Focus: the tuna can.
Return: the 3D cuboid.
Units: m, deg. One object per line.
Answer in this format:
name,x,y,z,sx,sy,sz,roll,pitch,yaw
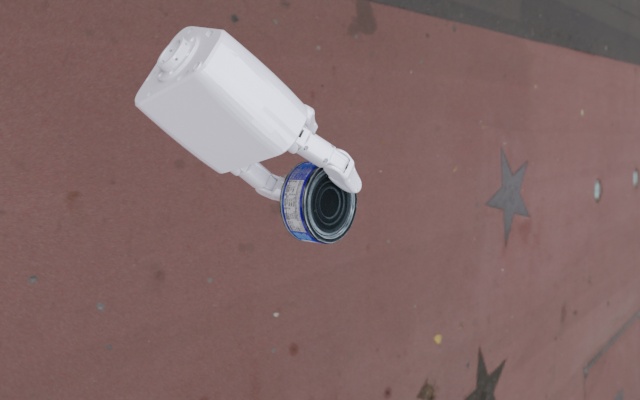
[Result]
tuna can,0.001,0.002,0.493,0.034,0.086,0.086,4,3,42
